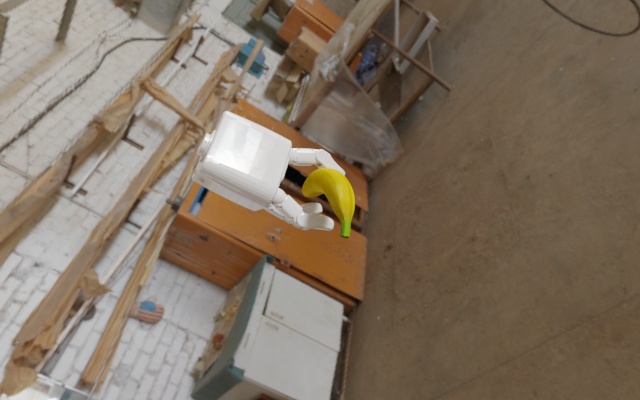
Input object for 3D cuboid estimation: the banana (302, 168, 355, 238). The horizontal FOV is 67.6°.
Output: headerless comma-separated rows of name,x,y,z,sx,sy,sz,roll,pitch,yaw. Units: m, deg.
banana,0.009,-0.014,0.682,0.037,0.069,0.197,20,11,-20
